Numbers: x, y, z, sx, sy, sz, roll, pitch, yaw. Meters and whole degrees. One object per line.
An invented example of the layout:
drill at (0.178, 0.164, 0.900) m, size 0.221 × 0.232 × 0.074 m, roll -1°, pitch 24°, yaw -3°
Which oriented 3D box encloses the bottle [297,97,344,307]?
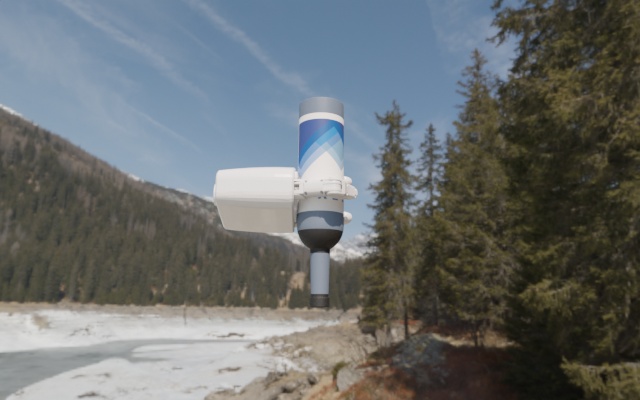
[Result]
bottle at (0.000, 0.002, 0.684) m, size 0.069 × 0.295 × 0.069 m, roll 1°, pitch -12°, yaw 0°
